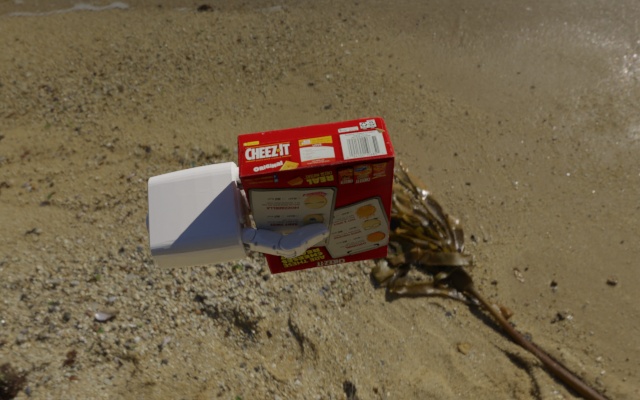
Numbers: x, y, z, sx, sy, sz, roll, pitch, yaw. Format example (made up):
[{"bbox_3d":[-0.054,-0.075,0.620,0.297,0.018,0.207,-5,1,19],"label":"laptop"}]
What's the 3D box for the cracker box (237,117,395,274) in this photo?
[{"bbox_3d":[0.000,0.002,0.588,0.164,0.072,0.214,-8,-36,-1],"label":"cracker box"}]
